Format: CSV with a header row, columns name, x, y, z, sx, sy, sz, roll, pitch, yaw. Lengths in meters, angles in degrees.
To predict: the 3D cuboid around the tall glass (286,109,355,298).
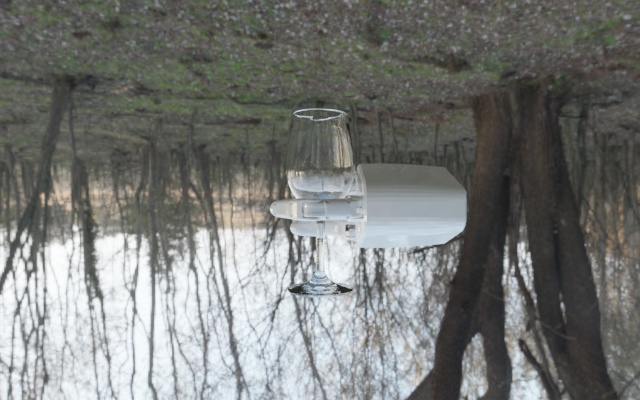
name,x,y,z,sx,sy,sz,roll,pitch,yaw
tall glass,0.000,0.002,0.537,0.079,0.201,0.079,0,2,0
